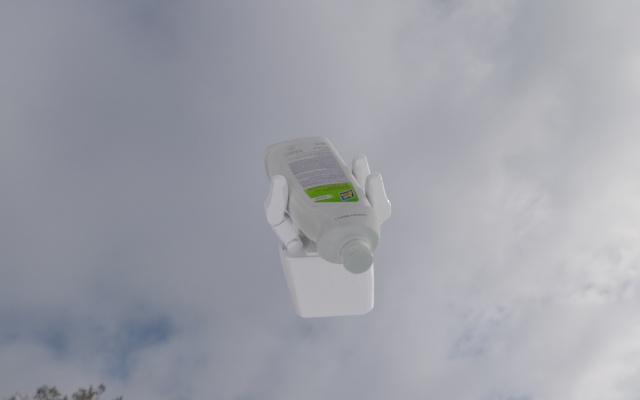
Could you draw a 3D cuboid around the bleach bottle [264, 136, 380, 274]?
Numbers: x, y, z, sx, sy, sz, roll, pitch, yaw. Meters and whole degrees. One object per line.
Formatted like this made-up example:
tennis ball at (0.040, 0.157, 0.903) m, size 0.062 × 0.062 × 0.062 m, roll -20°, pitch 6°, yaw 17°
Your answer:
bleach bottle at (0.000, 0.002, 0.570) m, size 0.102 × 0.068 × 0.250 m, roll -13°, pitch 32°, yaw -9°
